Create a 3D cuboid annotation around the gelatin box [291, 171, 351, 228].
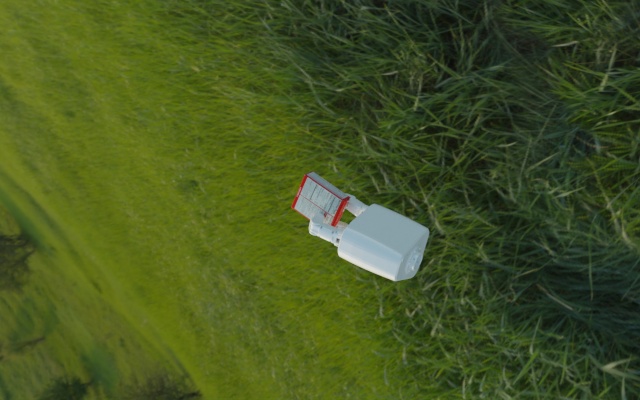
[{"bbox_3d":[0.000,0.003,0.846,0.089,0.073,0.030,34,30,18],"label":"gelatin box"}]
